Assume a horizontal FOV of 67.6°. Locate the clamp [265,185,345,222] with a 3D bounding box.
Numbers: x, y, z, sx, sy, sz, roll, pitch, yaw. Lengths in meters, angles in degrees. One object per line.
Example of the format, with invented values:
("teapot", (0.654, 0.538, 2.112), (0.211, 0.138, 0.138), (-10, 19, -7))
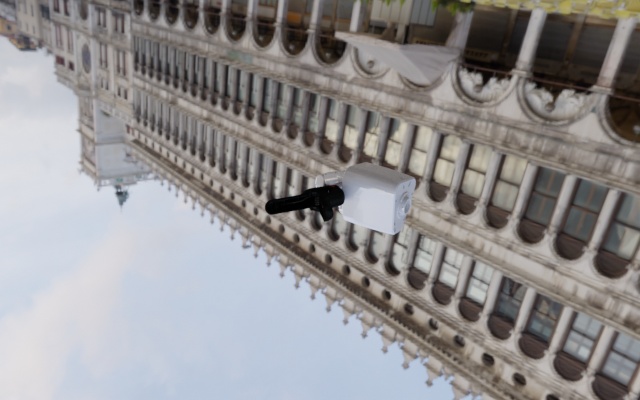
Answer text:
("clamp", (0.000, 0.003, 0.825), (0.120, 0.039, 0.171), (16, 23, 31))
